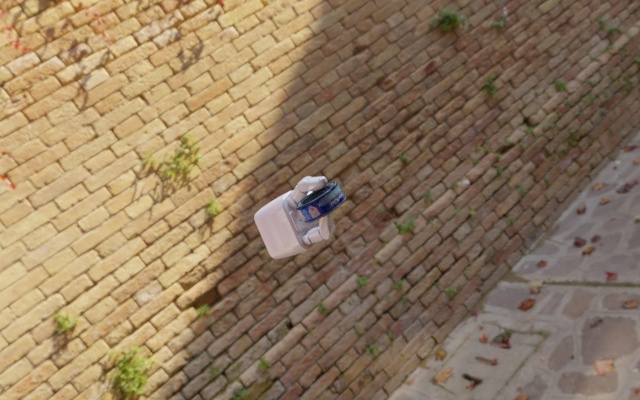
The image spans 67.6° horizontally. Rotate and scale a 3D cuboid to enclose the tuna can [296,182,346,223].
[{"bbox_3d":[0.000,0.002,0.839,0.086,0.034,0.086,-31,11,7],"label":"tuna can"}]
